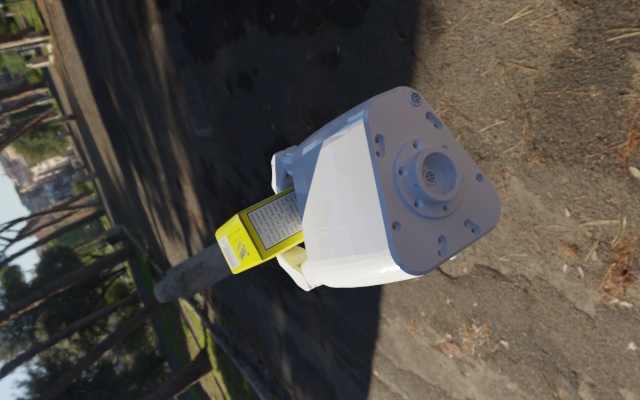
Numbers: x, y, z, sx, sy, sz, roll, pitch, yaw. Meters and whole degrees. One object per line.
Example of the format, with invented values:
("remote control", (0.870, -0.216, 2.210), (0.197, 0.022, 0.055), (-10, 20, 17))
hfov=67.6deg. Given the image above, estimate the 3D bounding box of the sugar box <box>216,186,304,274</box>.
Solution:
("sugar box", (0.000, 0.002, 0.422), (0.176, 0.048, 0.093), (-25, -2, -27))
